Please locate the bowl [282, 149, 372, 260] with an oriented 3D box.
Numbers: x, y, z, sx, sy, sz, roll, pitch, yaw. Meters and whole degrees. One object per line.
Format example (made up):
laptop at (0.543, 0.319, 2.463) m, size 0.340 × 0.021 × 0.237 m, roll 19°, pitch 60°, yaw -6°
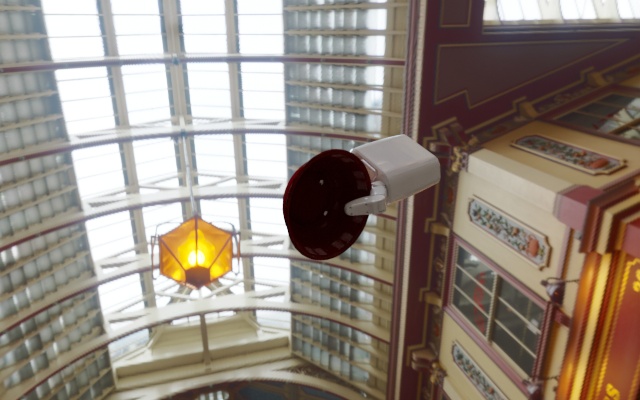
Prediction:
bowl at (-0.001, 0.002, 0.692) m, size 0.162 × 0.162 × 0.055 m, roll 0°, pitch 12°, yaw -41°
